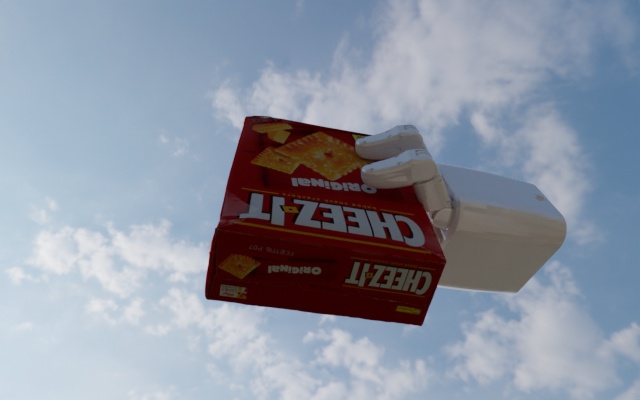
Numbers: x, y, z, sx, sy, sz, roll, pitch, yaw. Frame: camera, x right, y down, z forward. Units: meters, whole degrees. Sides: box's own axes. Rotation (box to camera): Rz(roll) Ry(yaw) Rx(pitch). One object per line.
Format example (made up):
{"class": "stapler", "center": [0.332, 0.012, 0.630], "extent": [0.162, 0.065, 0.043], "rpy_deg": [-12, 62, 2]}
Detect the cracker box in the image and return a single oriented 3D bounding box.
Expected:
{"class": "cracker box", "center": [0.000, 0.001, 0.421], "extent": [0.164, 0.072, 0.213], "rpy_deg": [8, 29, -8]}
